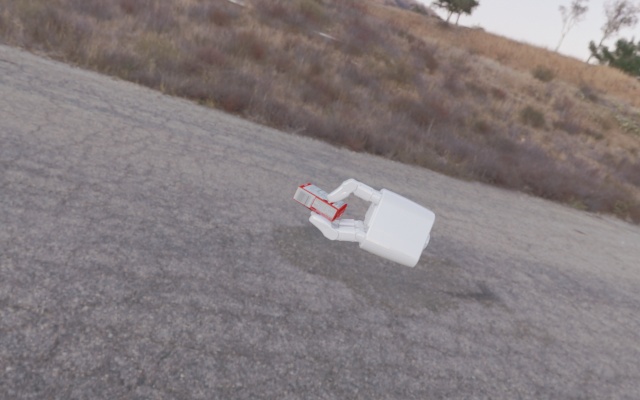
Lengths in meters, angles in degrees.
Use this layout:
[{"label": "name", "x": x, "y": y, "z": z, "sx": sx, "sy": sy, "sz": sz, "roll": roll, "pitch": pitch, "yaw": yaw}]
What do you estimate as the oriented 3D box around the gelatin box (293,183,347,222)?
[{"label": "gelatin box", "x": 0.000, "y": 0.002, "z": 0.893, "sx": 0.089, "sy": 0.030, "sz": 0.073, "roll": 31, "pitch": 14, "yaw": 9}]
